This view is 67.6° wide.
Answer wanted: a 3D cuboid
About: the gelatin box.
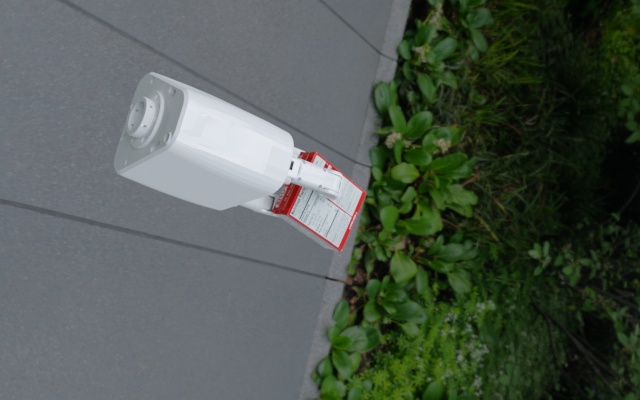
[{"bbox_3d":[0.001,0.002,0.504,0.089,0.073,0.030,36,-20,-35],"label":"gelatin box"}]
